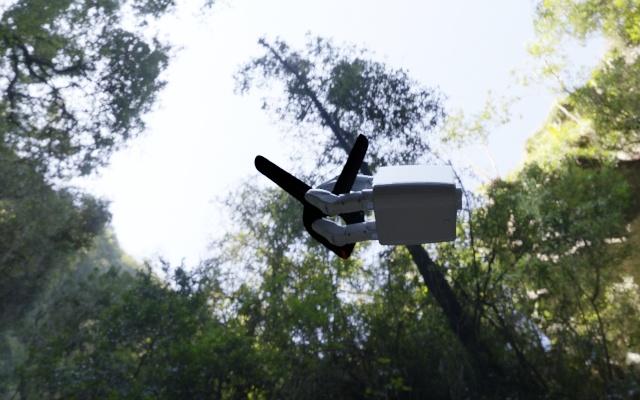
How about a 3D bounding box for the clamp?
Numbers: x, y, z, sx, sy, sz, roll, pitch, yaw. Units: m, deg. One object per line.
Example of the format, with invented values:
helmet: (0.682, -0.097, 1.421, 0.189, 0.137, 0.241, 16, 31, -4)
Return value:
clamp: (0.001, 0.002, 0.704, 0.164, 0.210, 0.036, -3, 36, 13)
